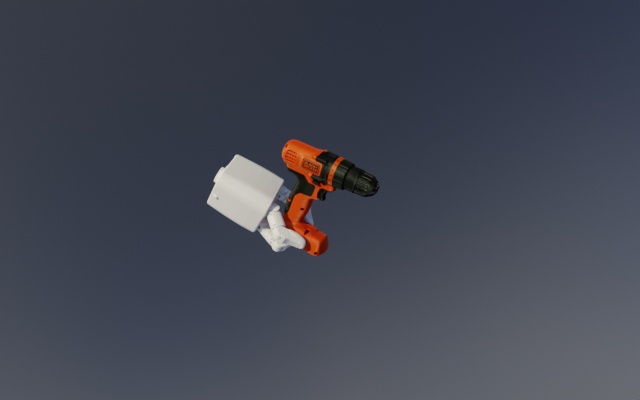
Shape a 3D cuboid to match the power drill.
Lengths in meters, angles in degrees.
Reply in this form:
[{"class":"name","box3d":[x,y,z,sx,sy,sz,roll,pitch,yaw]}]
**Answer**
[{"class":"power drill","box3d":[0.000,0.003,0.857,0.184,0.188,0.057,27,27,20]}]
